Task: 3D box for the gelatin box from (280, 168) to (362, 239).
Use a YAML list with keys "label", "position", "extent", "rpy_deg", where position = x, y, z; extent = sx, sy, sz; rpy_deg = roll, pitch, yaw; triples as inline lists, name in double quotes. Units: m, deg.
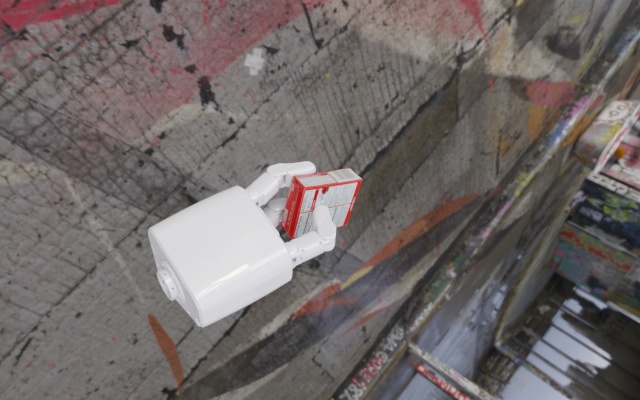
- label: "gelatin box"
  position: [0.001, 0.002, 0.579]
  extent: [0.089, 0.073, 0.030]
  rpy_deg: [-10, 41, -34]
